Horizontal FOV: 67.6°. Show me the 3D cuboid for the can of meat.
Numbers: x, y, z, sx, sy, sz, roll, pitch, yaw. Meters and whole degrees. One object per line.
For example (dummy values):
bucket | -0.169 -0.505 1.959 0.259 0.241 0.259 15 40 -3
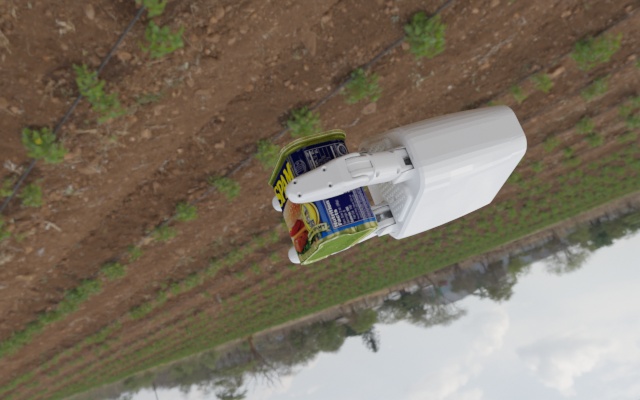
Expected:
can of meat | 0.000 0.002 0.407 0.057 0.084 0.102 -16 -13 -20
